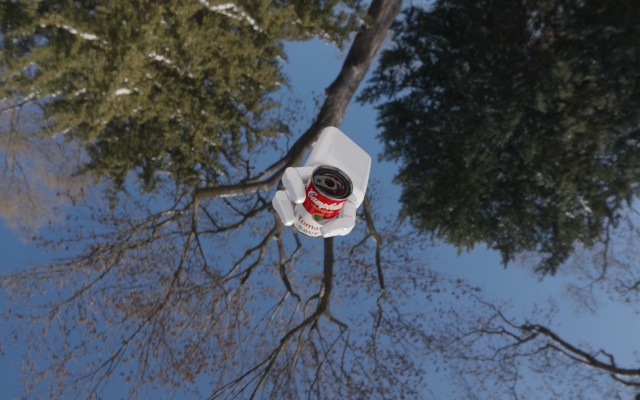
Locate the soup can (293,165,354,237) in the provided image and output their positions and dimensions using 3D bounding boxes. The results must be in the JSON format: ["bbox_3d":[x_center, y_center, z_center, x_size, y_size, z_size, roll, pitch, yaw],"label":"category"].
[{"bbox_3d":[0.000,0.003,0.751,0.068,0.068,0.102,0,-37,-28],"label":"soup can"}]
